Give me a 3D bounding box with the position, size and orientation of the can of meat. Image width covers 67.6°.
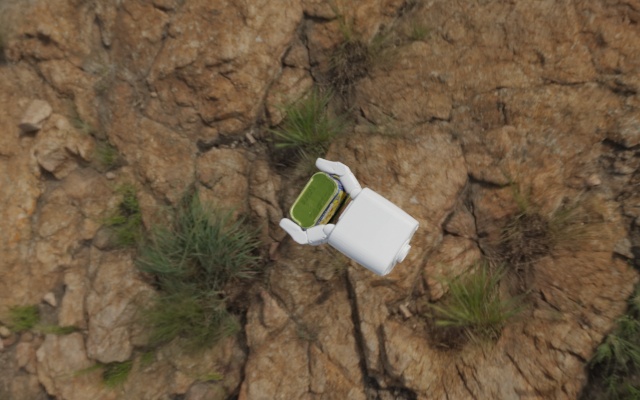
[{"bbox_3d":[0.000,0.003,0.824,0.057,0.102,0.084,36,7,16],"label":"can of meat"}]
